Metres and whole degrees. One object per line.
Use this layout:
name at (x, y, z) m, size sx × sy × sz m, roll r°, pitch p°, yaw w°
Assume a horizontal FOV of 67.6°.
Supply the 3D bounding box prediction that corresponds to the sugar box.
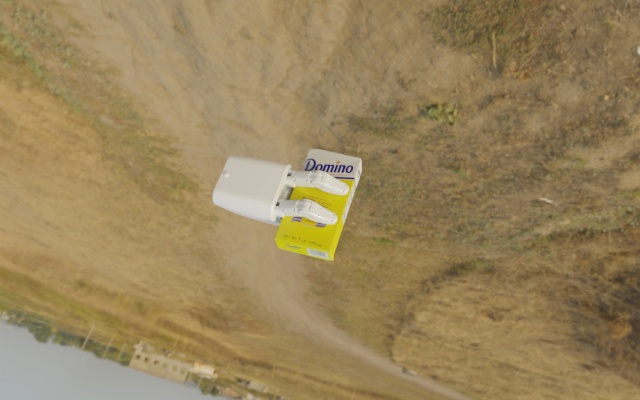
sugar box at (0.000, 0.002, 0.771) m, size 0.093 × 0.176 × 0.048 m, roll 13°, pitch -25°, yaw 13°
